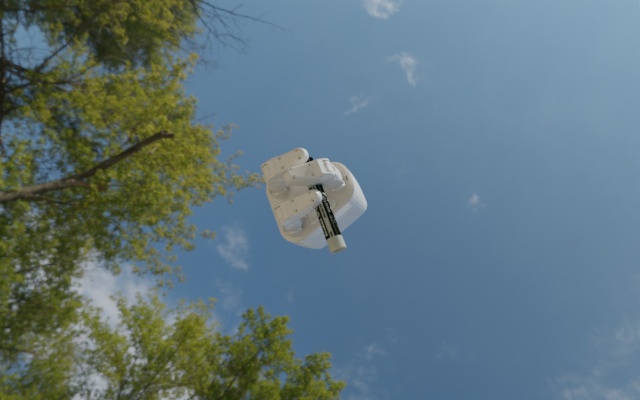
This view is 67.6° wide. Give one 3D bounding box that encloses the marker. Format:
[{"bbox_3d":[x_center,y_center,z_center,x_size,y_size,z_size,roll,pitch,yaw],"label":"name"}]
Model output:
[{"bbox_3d":[0.000,0.002,0.547,0.020,0.121,0.020,-19,-18,-6],"label":"marker"}]
